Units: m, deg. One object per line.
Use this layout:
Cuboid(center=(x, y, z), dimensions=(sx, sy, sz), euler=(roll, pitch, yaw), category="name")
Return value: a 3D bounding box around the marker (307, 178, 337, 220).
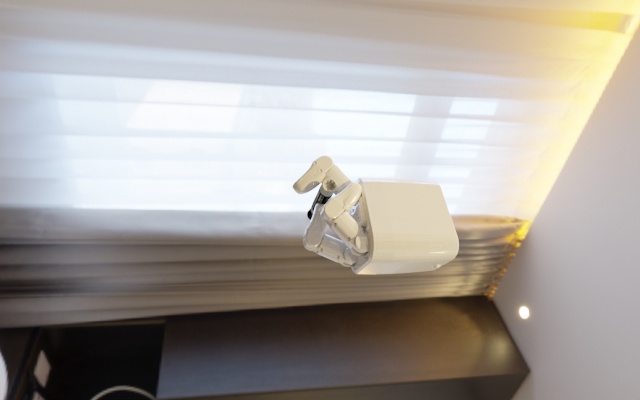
Cuboid(center=(0.000, 0.002, 0.617), dimensions=(0.020, 0.020, 0.121), euler=(0, -20, -11), category="marker")
